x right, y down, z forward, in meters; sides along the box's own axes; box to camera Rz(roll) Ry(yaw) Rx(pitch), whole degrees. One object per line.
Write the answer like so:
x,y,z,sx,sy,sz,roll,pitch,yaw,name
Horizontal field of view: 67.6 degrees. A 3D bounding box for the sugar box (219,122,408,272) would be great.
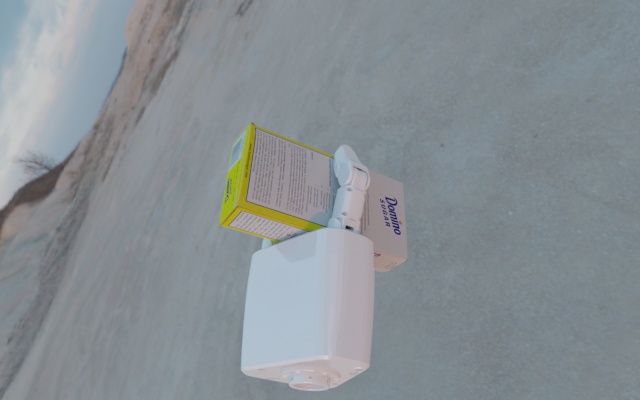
0.000,0.002,0.452,0.176,0.093,0.048,21,-36,-26,sugar box
